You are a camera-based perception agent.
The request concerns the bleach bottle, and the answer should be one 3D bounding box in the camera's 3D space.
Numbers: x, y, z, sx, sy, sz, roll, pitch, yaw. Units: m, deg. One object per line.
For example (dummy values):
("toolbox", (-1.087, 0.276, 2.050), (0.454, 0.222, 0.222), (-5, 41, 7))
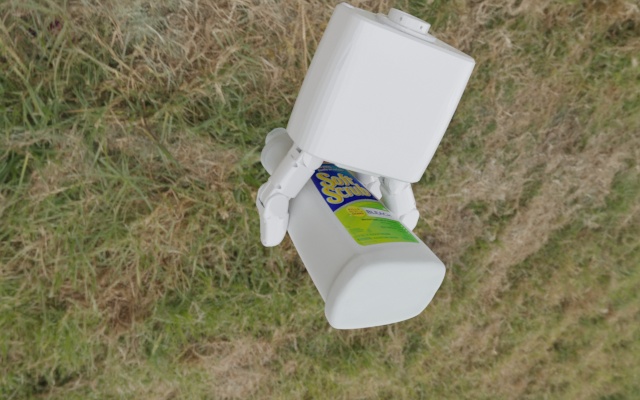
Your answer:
("bleach bottle", (0.000, 0.002, 0.442), (0.102, 0.068, 0.250), (3, 33, -34))
